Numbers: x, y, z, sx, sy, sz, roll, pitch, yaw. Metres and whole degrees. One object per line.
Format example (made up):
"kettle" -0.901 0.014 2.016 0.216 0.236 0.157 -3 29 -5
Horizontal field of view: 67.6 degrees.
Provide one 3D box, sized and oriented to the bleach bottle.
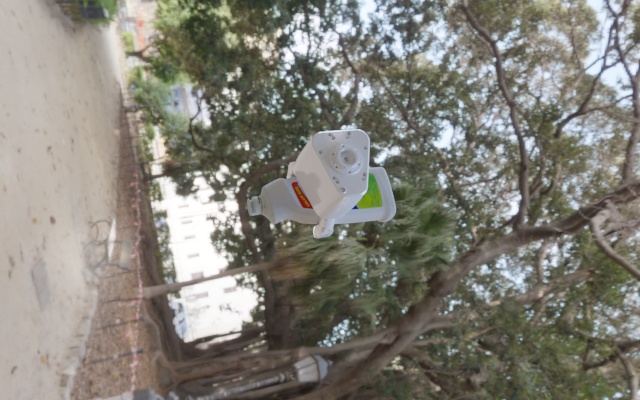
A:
"bleach bottle" 0.000 0.003 0.833 0.251 0.102 0.068 -8 -15 -19
